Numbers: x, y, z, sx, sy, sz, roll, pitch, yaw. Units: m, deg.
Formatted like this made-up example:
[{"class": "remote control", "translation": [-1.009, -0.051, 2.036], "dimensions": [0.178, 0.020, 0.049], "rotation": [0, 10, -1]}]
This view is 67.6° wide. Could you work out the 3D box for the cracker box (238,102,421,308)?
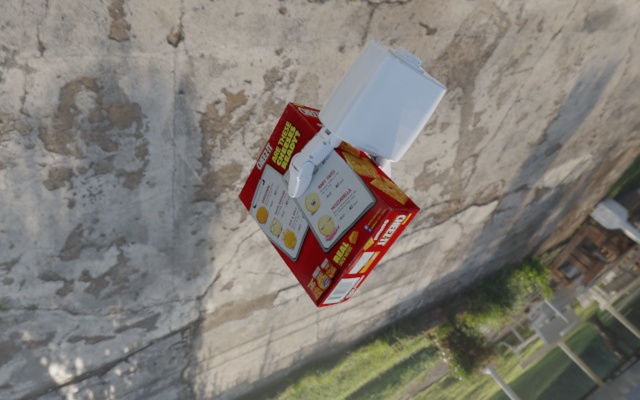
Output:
[{"class": "cracker box", "translation": [0.000, 0.002, 0.619], "dimensions": [0.072, 0.164, 0.213], "rotation": [3, 39, -47]}]
